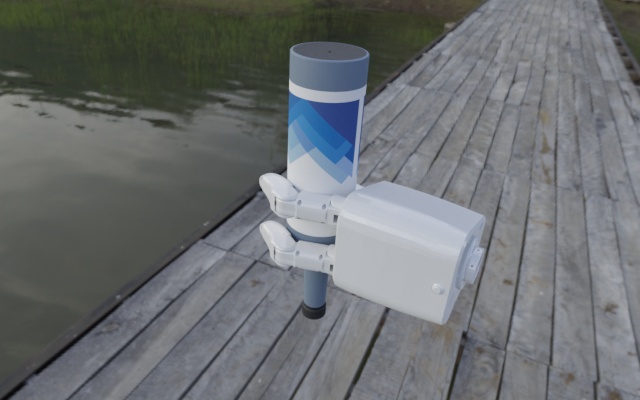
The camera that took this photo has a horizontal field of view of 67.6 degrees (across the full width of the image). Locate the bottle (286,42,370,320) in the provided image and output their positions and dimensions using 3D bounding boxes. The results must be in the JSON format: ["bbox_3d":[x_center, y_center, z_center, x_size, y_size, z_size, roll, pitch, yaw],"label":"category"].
[{"bbox_3d":[0.000,0.001,0.473,0.069,0.296,0.069,3,31,-2],"label":"bottle"}]
